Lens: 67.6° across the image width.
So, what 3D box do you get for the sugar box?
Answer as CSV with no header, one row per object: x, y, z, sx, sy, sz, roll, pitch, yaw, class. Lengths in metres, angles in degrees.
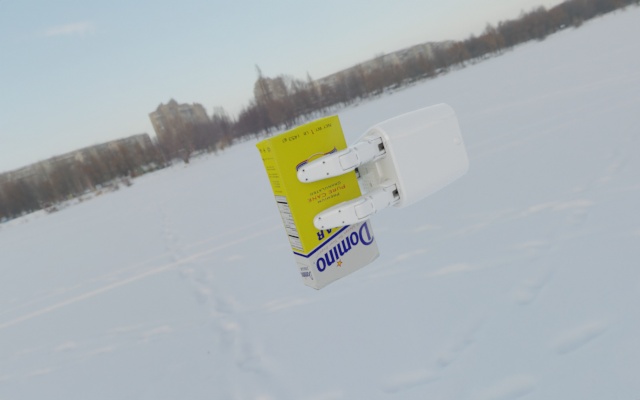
0.000,0.002,0.543,0.093,0.176,0.048,-24,11,-25,sugar box
